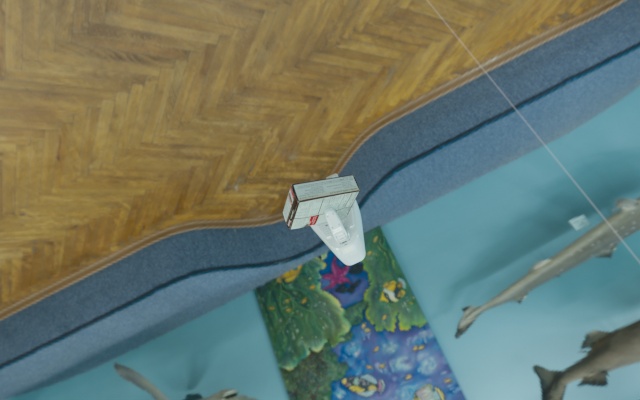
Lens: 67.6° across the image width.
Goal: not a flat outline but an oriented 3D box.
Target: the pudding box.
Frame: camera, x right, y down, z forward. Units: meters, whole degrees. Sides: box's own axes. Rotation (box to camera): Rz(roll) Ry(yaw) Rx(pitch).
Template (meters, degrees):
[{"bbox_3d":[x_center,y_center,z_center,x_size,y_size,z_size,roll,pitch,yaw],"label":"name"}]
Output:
[{"bbox_3d":[0.000,0.003,0.795,0.113,0.039,0.090,-12,-30,-22],"label":"pudding box"}]
